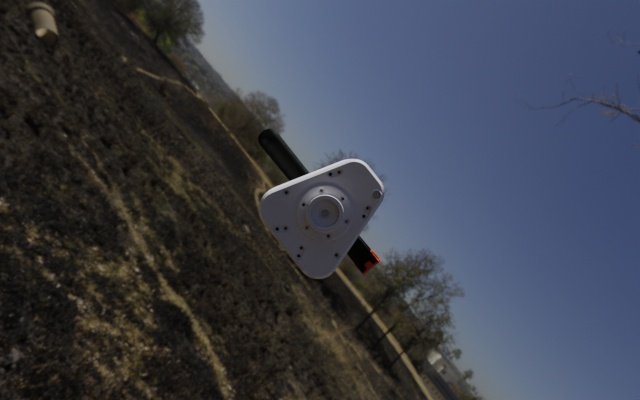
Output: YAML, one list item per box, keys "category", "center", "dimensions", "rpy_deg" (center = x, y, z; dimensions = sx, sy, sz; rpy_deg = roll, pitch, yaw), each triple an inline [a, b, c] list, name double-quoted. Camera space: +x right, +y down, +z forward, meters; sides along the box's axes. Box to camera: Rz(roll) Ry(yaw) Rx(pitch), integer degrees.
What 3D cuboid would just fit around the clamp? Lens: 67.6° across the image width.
- category: "clamp"
  center: [0.001, 0.002, 0.619]
  dimensions: [0.036, 0.210, 0.164]
  rpy_deg: [-39, 1, 2]
